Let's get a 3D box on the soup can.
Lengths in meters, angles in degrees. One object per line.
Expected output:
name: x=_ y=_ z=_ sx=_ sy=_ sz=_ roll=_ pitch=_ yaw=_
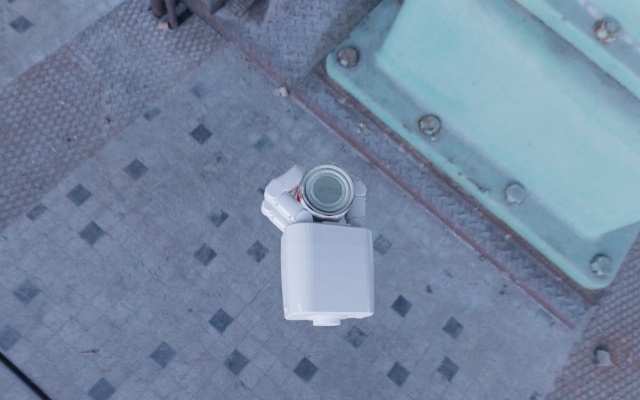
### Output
soup can: x=0.000 y=0.001 z=0.614 sx=0.068 sy=0.068 sz=0.102 roll=0 pitch=-18 yaw=-11
